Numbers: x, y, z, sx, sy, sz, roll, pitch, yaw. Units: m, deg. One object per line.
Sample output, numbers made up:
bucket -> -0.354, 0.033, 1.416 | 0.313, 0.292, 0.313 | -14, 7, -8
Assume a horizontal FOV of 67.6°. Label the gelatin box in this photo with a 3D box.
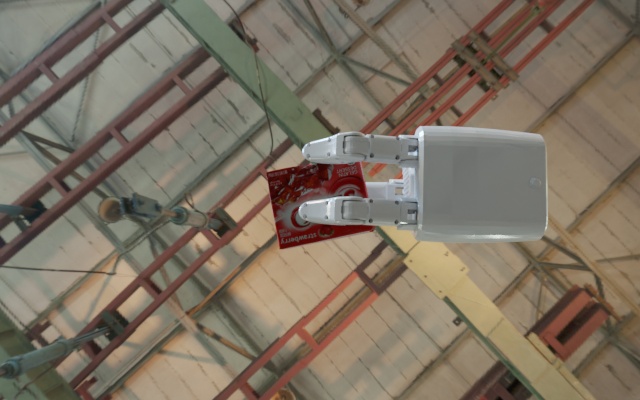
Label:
gelatin box -> 0.000, 0.002, 0.442 | 0.089, 0.073, 0.030 | -12, -7, 5
